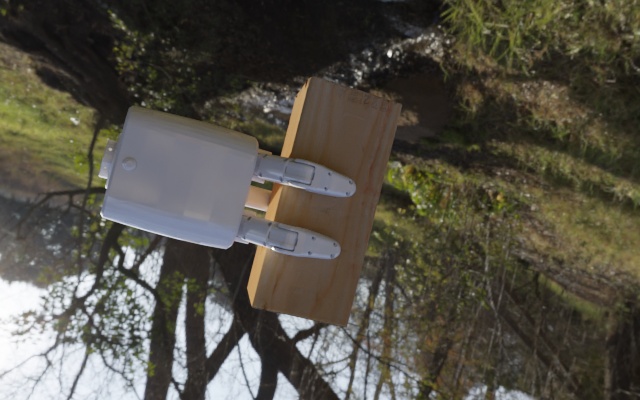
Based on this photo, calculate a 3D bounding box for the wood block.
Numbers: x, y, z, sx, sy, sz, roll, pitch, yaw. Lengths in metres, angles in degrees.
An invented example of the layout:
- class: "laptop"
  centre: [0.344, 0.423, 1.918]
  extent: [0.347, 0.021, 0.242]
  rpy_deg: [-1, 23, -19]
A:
- class: "wood block"
  centre: [0.000, 0.002, 0.460]
  extent: [0.090, 0.206, 0.091]
  rpy_deg: [15, -2, -11]
